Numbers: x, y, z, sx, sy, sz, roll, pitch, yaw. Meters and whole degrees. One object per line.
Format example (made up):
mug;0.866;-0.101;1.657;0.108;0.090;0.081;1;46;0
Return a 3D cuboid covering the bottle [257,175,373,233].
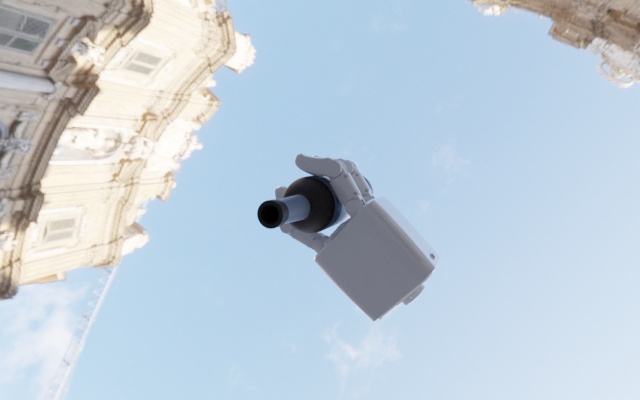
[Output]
bottle;0.000;0.002;0.589;0.069;0.069;0.295;0;4;19
